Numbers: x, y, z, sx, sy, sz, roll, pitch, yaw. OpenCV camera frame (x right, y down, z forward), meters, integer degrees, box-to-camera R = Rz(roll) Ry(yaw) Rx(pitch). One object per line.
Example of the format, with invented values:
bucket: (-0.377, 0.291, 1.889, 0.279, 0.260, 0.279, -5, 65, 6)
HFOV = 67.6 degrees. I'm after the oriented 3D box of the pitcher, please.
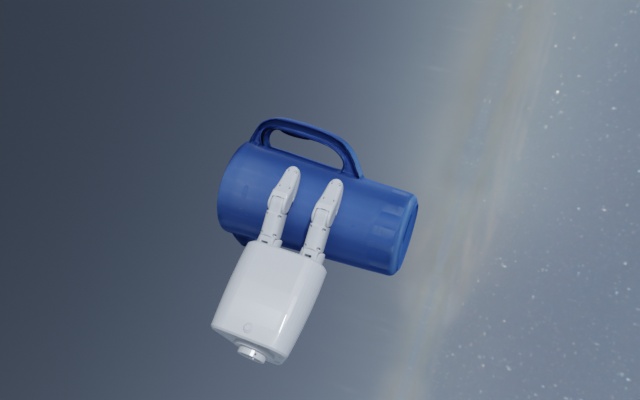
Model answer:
pitcher: (0.000, 0.002, 0.625, 0.243, 0.145, 0.149, 16, -30, 16)
